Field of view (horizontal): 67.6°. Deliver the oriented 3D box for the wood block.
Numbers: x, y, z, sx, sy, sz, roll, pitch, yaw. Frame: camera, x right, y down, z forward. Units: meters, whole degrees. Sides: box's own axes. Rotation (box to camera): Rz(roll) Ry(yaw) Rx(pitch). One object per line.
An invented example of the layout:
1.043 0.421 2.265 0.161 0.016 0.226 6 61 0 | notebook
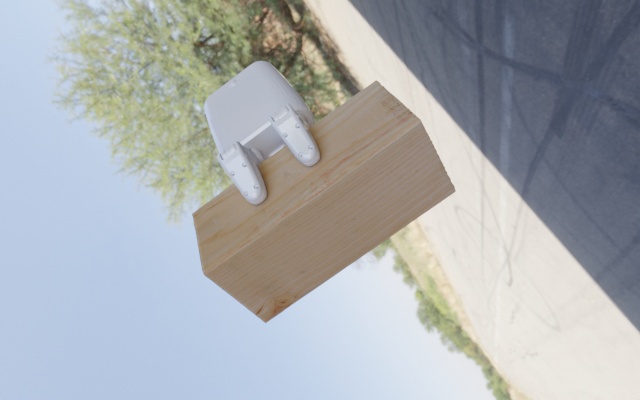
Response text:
0.000 0.001 0.427 0.206 0.091 0.090 -35 39 5 | wood block
